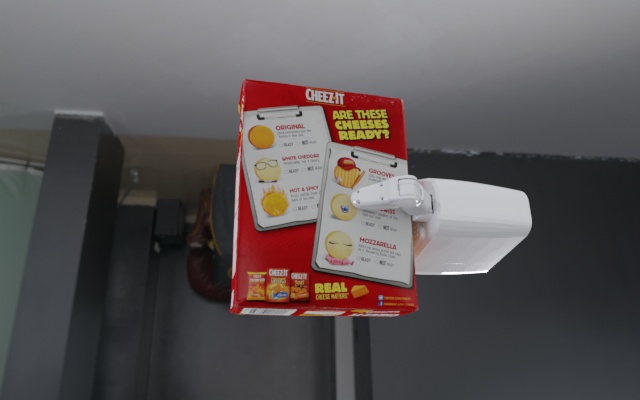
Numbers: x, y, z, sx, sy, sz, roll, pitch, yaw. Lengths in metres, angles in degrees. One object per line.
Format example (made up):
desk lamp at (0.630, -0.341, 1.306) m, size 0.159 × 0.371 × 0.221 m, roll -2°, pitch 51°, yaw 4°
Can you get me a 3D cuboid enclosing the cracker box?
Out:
cracker box at (0.000, 0.002, 0.461) m, size 0.164 × 0.213 × 0.072 m, roll 4°, pitch -20°, yaw -15°
